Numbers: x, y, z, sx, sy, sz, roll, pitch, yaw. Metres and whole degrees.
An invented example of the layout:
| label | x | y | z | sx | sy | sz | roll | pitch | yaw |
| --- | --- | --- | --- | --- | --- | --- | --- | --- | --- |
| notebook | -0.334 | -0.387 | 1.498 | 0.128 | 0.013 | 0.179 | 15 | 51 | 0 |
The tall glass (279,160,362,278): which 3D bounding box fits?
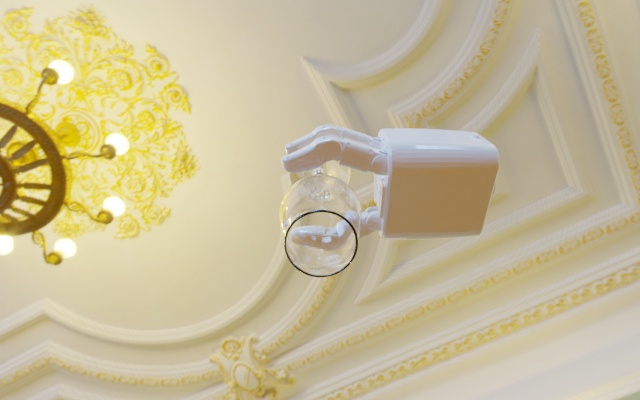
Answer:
| label | x | y | z | sx | sy | sz | roll | pitch | yaw |
| --- | --- | --- | --- | --- | --- | --- | --- | --- | --- |
| tall glass | 0.000 | 0.001 | 0.486 | 0.079 | 0.079 | 0.201 | 0 | 21 | 0 |
